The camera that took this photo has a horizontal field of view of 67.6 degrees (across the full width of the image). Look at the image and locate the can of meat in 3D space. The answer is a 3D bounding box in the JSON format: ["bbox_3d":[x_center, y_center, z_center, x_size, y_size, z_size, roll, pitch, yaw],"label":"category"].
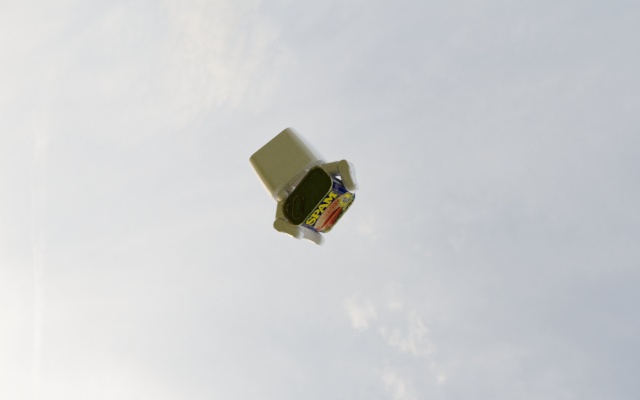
[{"bbox_3d":[0.000,0.003,0.799,0.084,0.102,0.057,23,20,-52],"label":"can of meat"}]
